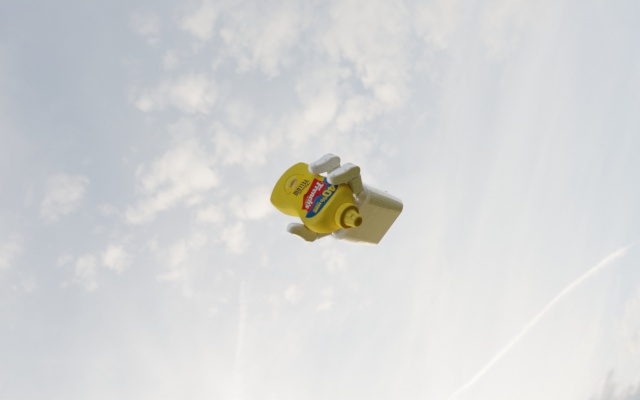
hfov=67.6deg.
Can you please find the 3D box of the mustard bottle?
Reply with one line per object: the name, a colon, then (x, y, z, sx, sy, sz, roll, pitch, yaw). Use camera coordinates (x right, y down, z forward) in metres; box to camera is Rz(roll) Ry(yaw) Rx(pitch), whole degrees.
mustard bottle: (0.000, 0.002, 0.796, 0.191, 0.096, 0.058, 28, -16, 46)
